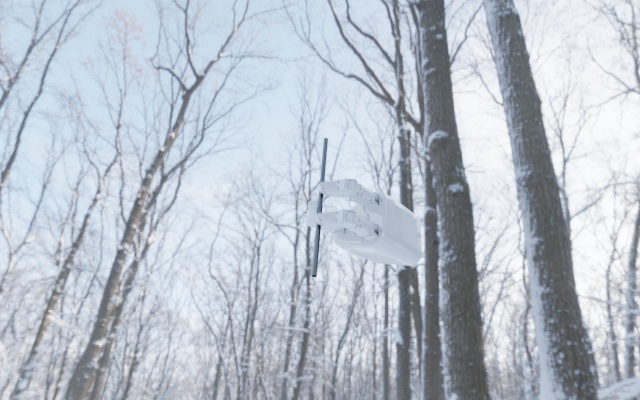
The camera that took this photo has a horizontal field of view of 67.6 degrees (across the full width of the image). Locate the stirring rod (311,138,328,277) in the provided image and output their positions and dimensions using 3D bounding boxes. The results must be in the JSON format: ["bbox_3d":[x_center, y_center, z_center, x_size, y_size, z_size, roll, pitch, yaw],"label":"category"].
[{"bbox_3d":[0.000,0.003,0.729,0.011,0.239,0.011,4,-30,2],"label":"stirring rod"}]
